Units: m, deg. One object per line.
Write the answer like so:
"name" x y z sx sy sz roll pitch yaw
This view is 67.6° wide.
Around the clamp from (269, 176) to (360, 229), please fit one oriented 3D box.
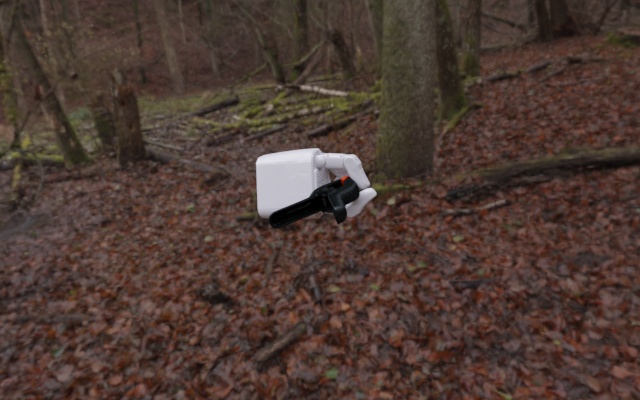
"clamp" 0.000 0.002 0.718 0.120 0.039 0.171 -3 15 19
